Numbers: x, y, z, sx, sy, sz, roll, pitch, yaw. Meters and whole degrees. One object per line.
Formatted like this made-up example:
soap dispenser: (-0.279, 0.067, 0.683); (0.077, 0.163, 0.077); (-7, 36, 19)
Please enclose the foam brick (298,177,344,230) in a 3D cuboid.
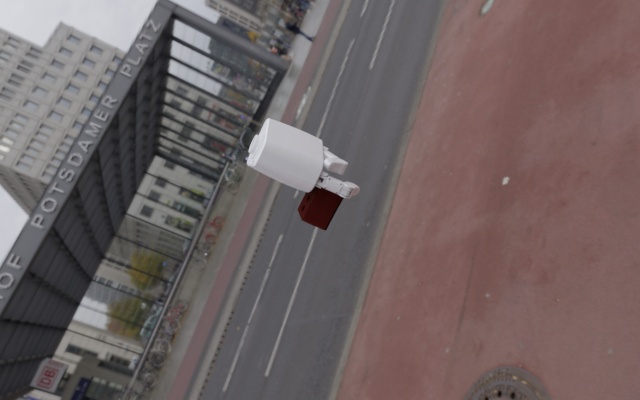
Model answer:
foam brick: (0.000, 0.003, 0.857); (0.051, 0.078, 0.053); (21, 16, -21)
